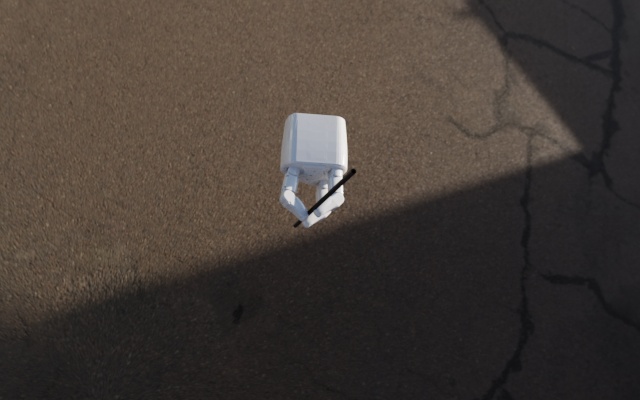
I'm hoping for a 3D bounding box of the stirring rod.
[{"bbox_3d":[0.000,0.002,0.772,0.011,0.011,0.240,0,-21,-24],"label":"stirring rod"}]
